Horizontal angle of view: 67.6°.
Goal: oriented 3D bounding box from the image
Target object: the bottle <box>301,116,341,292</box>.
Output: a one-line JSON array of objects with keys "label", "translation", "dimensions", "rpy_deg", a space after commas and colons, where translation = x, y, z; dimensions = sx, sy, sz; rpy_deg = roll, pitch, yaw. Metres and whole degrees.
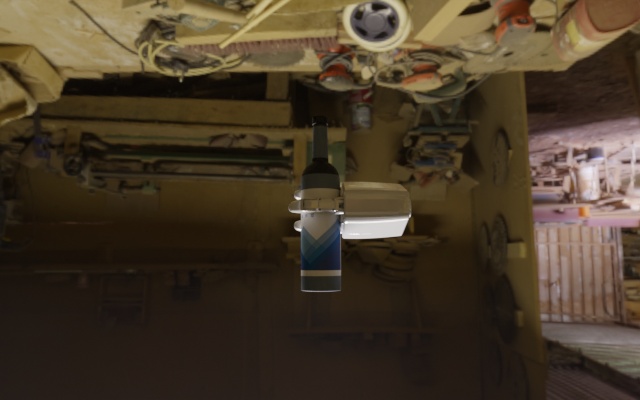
[{"label": "bottle", "translation": [0.000, 0.003, 0.808], "dimensions": [0.069, 0.295, 0.069], "rpy_deg": [0, -7, 0]}]
